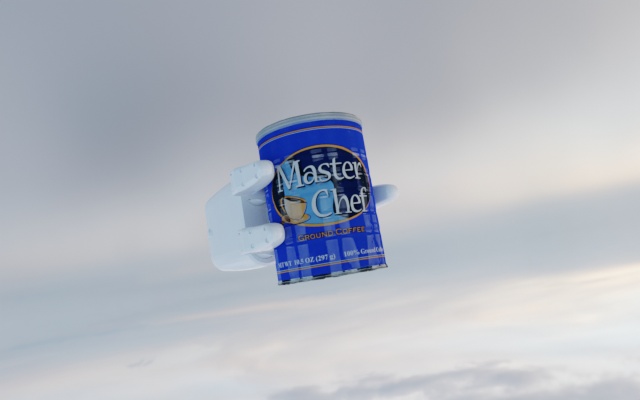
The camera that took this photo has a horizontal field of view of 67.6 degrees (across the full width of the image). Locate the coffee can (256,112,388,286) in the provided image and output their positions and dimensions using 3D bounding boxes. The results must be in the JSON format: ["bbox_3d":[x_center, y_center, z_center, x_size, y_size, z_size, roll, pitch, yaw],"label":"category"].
[{"bbox_3d":[0.000,0.001,0.447,0.103,0.140,0.103,-9,-8,-1],"label":"coffee can"}]
